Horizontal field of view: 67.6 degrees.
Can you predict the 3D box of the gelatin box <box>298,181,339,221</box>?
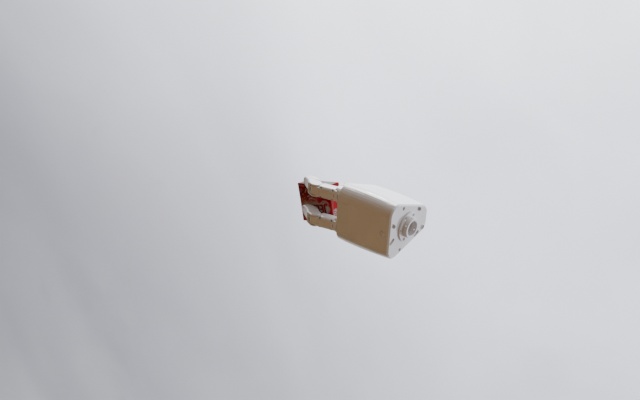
[{"bbox_3d":[0.000,0.003,0.861,0.030,0.073,0.089,-20,18,-37],"label":"gelatin box"}]
